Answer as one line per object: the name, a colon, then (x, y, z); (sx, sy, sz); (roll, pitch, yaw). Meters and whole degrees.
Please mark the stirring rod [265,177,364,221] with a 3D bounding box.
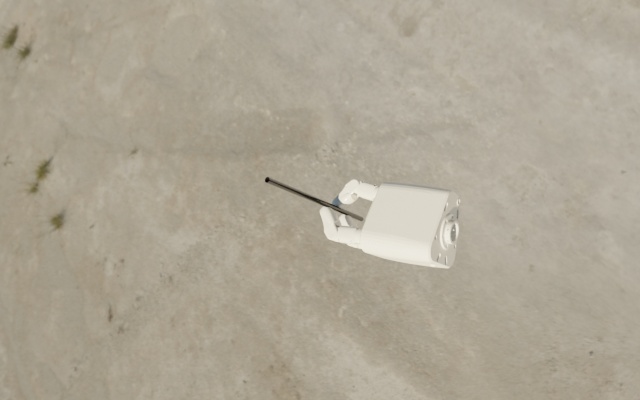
stirring rod: (0.000, 0.002, 0.712); (0.011, 0.011, 0.239); (0, -14, 36)
